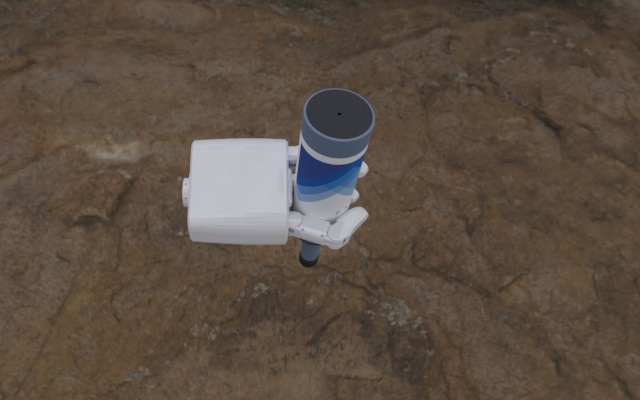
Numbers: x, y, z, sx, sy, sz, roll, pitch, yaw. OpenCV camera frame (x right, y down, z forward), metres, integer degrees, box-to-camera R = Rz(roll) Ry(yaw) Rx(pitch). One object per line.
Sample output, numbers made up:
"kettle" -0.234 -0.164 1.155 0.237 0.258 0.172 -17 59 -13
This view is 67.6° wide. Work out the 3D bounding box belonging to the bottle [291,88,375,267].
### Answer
"bottle" 0.000 0.002 0.556 0.069 0.069 0.296 0 -33 -8
